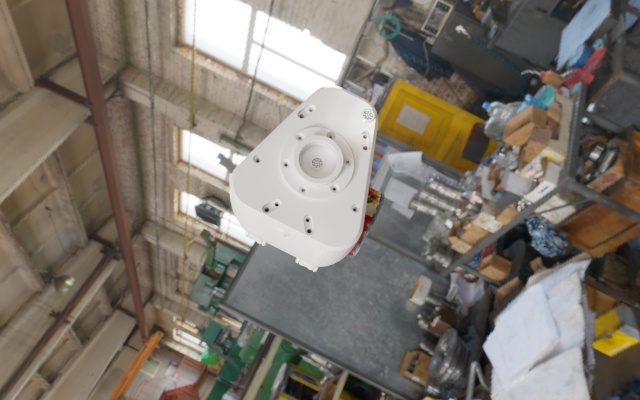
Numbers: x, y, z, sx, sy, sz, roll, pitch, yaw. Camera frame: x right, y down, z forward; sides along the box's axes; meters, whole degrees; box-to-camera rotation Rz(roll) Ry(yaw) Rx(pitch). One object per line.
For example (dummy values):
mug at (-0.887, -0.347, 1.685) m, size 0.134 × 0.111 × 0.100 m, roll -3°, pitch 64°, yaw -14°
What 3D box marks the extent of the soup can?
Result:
soup can at (0.000, 0.001, 0.454) m, size 0.102 × 0.068 × 0.068 m, roll 27°, pitch 0°, yaw 0°
